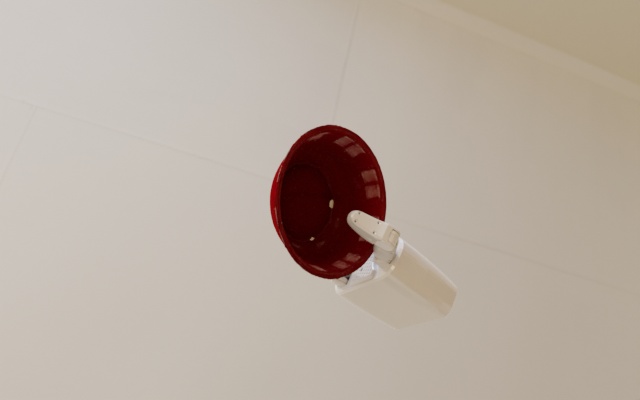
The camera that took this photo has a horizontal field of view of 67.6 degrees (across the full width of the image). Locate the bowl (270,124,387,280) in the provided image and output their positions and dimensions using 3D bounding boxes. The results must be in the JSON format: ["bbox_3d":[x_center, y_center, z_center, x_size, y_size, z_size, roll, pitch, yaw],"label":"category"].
[{"bbox_3d":[-0.001,0.001,0.519,0.162,0.162,0.055,0,0,-43],"label":"bowl"}]
